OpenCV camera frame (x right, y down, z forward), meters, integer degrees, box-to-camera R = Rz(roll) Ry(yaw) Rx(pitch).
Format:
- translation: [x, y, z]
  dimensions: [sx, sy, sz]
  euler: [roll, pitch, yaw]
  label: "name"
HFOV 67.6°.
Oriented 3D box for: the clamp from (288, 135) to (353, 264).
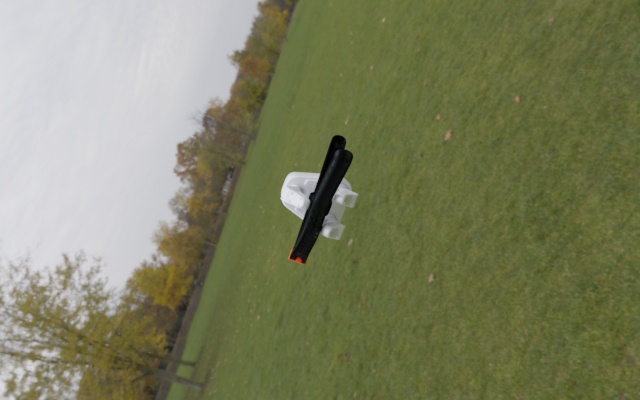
- translation: [-0.001, 0.003, 0.719]
  dimensions: [0.036, 0.210, 0.164]
  euler: [20, 7, -5]
  label: "clamp"
